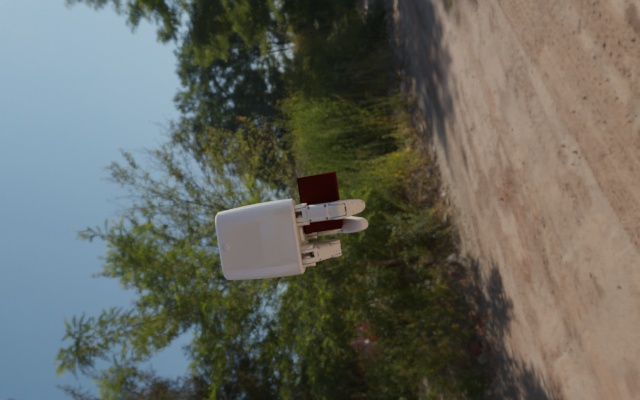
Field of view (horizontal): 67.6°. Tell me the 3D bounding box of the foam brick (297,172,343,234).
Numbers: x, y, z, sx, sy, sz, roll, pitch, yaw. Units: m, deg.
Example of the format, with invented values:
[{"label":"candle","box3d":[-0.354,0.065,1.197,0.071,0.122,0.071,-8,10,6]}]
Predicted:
[{"label":"foam brick","box3d":[0.000,0.002,0.653,0.051,0.078,0.053,-8,2,5]}]
